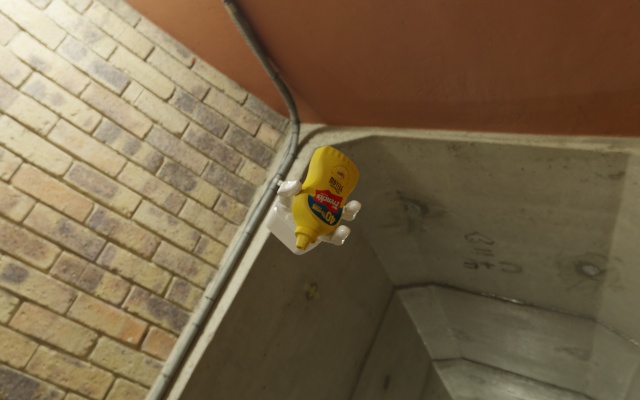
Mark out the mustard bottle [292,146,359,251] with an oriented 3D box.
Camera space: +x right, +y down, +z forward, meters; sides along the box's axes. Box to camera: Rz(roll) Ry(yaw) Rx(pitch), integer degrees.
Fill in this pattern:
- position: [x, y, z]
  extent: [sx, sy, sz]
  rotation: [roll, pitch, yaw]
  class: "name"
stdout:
- position: [0.000, 0.003, 0.856]
  extent: [0.096, 0.191, 0.058]
  rotation: [39, -29, -29]
  class: "mustard bottle"
